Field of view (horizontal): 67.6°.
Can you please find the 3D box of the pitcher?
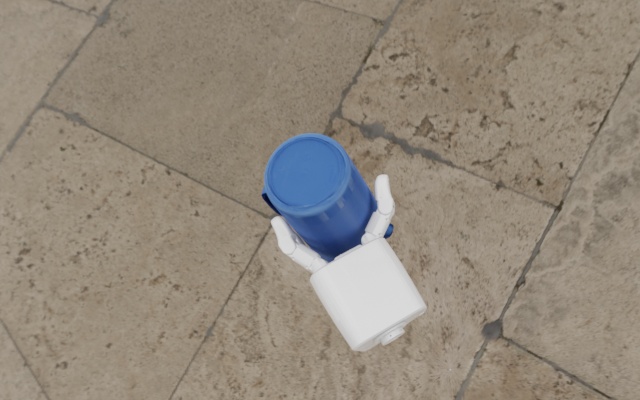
[{"bbox_3d":[0.000,0.002,0.672,0.149,0.145,0.243,-32,-23,3],"label":"pitcher"}]
